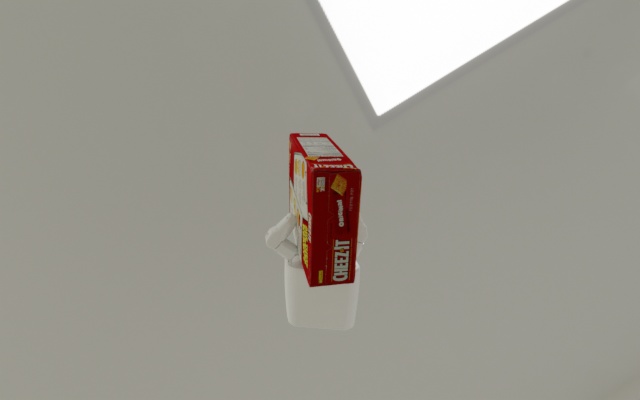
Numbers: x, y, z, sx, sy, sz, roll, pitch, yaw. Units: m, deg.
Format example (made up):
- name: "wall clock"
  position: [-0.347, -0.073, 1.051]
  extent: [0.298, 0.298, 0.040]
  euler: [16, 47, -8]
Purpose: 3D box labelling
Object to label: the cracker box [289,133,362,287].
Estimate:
- name: "cracker box"
  position: [0.000, 0.002, 0.702]
  extent: [0.072, 0.164, 0.213]
  euler: [-3, 20, -11]
